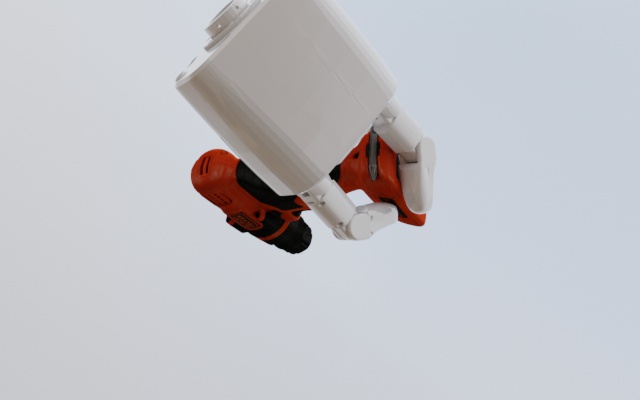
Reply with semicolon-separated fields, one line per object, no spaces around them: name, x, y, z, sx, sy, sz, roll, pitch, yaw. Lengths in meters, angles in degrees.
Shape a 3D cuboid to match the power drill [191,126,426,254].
power drill;0.000;0.001;0.454;0.187;0.057;0.184;-10;-29;25
